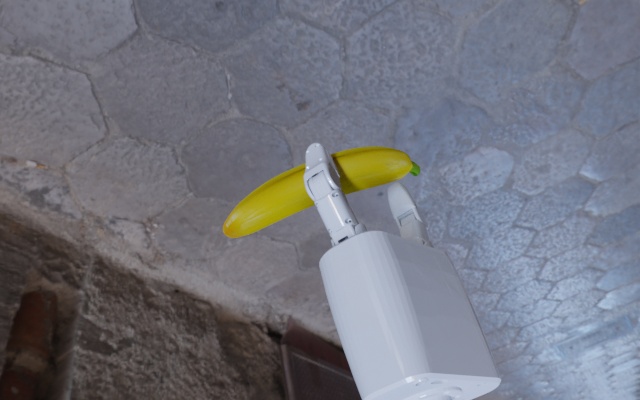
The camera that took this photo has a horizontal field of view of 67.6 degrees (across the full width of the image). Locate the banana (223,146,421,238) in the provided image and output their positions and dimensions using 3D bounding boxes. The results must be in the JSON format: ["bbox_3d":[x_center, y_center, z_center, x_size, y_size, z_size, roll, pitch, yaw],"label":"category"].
[{"bbox_3d":[0.001,-0.010,0.429,0.198,0.037,0.070,-17,-34,-3],"label":"banana"}]
